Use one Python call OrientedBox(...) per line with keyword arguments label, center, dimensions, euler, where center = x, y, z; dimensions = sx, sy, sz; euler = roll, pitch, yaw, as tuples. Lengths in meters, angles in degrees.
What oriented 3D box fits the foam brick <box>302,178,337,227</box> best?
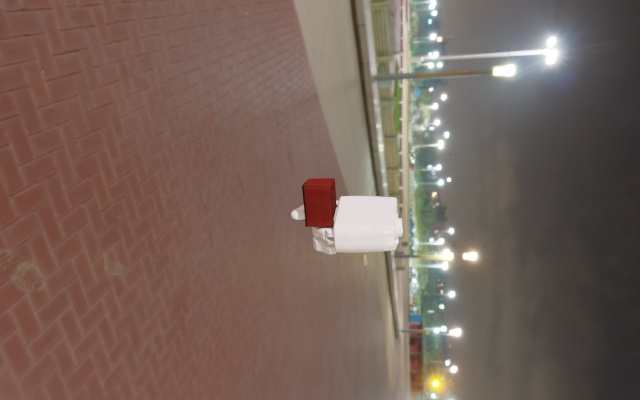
OrientedBox(label="foam brick", center=(0.000, 0.003, 0.858), dimensions=(0.051, 0.078, 0.053), euler=(-1, 19, 13))
